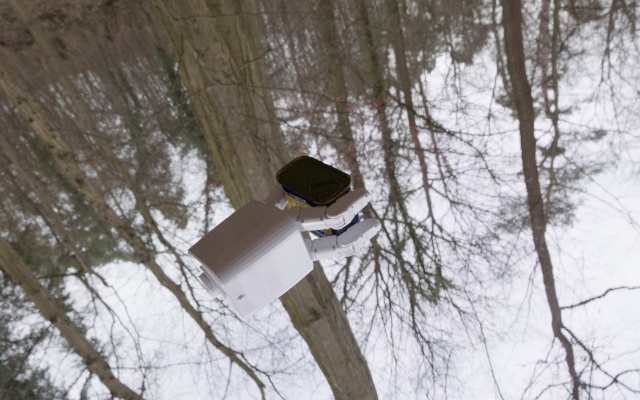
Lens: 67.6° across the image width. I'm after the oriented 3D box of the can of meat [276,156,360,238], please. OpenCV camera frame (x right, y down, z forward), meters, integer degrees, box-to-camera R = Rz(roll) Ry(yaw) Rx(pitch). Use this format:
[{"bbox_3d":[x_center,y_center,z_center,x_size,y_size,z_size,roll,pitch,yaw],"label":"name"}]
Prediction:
[{"bbox_3d":[0.000,0.002,0.605,0.057,0.084,0.102,-40,45,-23],"label":"can of meat"}]
